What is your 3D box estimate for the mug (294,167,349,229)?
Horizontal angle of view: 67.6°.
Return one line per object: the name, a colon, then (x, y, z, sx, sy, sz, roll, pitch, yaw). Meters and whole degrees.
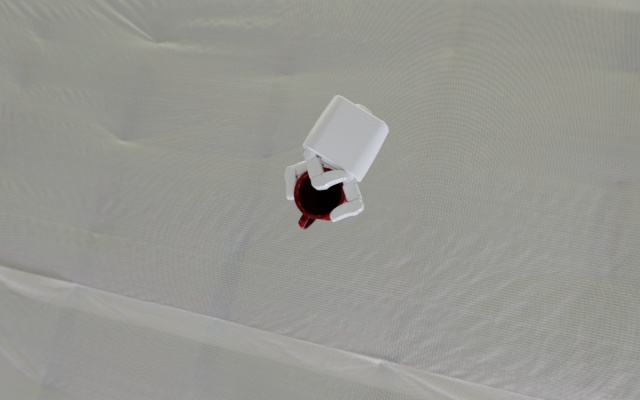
mug: (-0.001, 0.004, 0.868, 0.093, 0.117, 0.081, 32, -1, 15)
